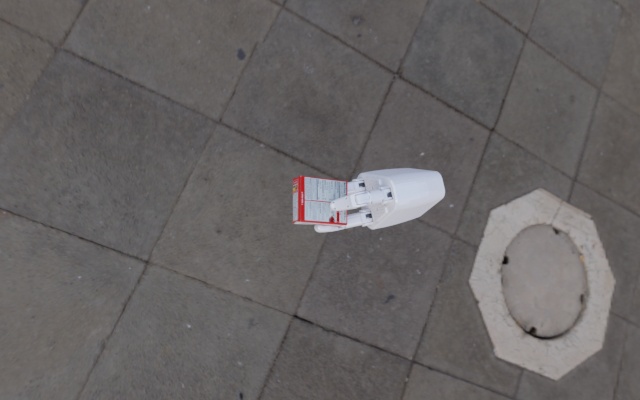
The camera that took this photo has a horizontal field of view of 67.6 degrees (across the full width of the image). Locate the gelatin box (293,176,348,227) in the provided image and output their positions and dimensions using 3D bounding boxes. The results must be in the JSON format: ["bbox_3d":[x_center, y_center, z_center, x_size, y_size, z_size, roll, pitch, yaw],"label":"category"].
[{"bbox_3d":[0.000,0.002,0.760,0.089,0.073,0.030,5,-11,-29],"label":"gelatin box"}]
